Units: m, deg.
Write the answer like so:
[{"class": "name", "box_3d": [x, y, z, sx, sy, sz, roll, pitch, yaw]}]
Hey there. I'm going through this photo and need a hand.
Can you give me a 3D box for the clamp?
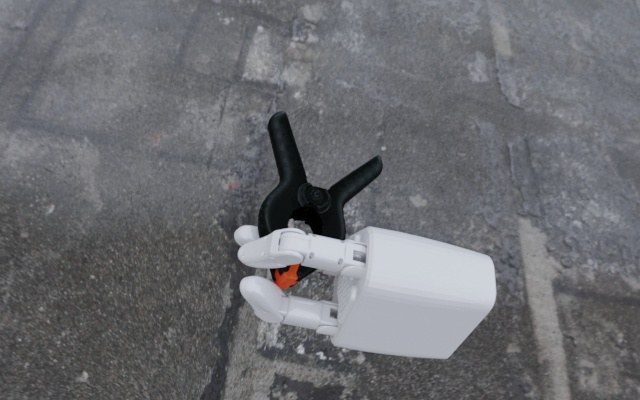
[{"class": "clamp", "box_3d": [0.000, 0.001, 0.433, 0.120, 0.171, 0.039, 13, -30, -10]}]
